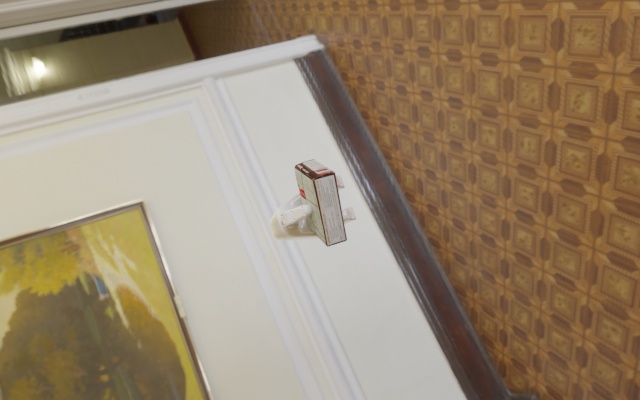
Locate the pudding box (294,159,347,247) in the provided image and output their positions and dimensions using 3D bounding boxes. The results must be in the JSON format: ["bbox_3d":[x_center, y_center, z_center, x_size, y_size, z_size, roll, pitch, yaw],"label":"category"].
[{"bbox_3d":[0.000,0.002,0.728,0.039,0.113,0.090,-20,23,-16],"label":"pudding box"}]
